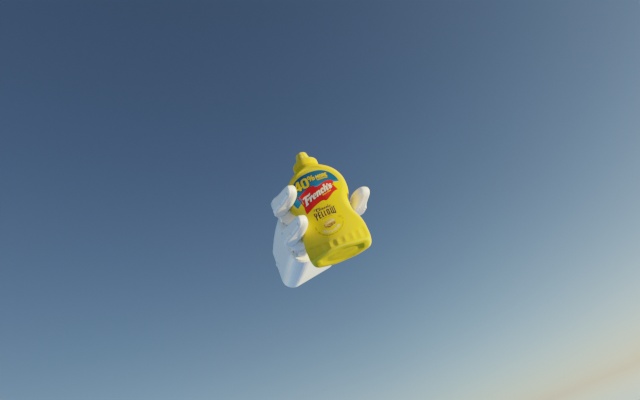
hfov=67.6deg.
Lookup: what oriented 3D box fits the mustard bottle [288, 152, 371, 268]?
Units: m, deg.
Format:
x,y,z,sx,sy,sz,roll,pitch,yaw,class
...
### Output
x,y,z,sx,sy,sz,roll,pitch,yaw,class
0.000,0.002,0.741,0.096,0.191,0.058,-23,-30,1,mustard bottle
